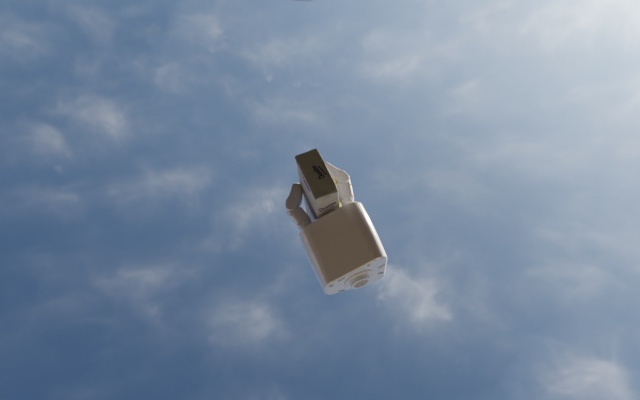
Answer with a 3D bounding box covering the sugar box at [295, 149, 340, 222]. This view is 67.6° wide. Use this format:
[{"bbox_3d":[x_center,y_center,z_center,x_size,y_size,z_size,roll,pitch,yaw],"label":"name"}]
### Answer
[{"bbox_3d":[0.001,0.003,0.813,0.048,0.093,0.176,-20,-31,-10],"label":"sugar box"}]
